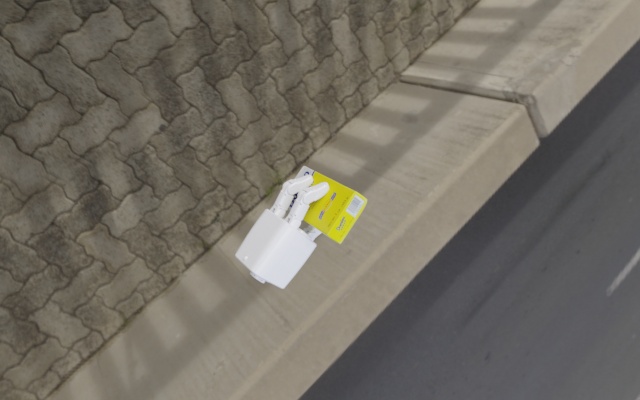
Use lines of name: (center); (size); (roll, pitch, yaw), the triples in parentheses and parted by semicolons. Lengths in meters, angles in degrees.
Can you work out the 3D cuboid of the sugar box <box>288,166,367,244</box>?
sugar box: (0.000, 0.003, 0.889); (0.048, 0.093, 0.176); (37, -5, -41)
